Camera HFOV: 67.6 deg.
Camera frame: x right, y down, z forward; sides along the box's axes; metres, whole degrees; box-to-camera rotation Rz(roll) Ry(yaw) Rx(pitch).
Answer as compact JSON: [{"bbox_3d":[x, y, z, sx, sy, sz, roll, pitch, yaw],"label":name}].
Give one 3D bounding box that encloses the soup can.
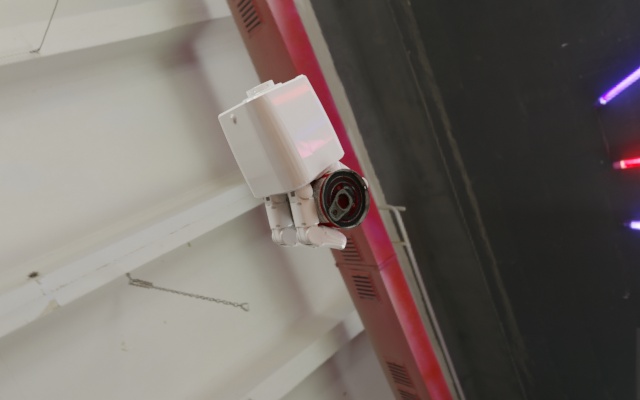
[{"bbox_3d":[0.000,0.002,0.572,0.068,0.068,0.102,0,-5,-36],"label":"soup can"}]
